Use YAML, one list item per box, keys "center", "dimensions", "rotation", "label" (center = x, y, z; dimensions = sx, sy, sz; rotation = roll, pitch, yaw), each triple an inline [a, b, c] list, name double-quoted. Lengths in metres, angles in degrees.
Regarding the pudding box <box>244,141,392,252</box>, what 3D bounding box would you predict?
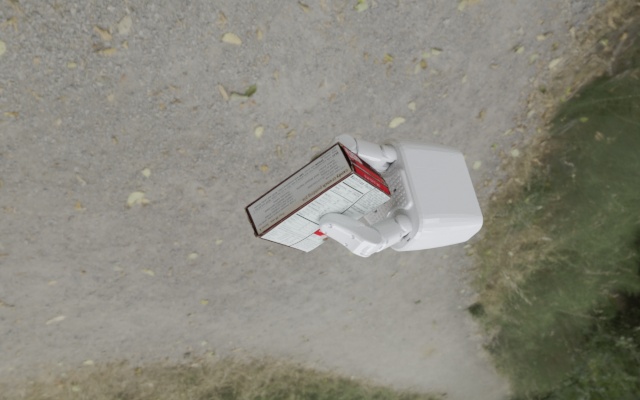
- center: [0.000, 0.002, 0.453]
  dimensions: [0.113, 0.039, 0.090]
  rotation: [-35, -29, 17]
  label: "pudding box"
